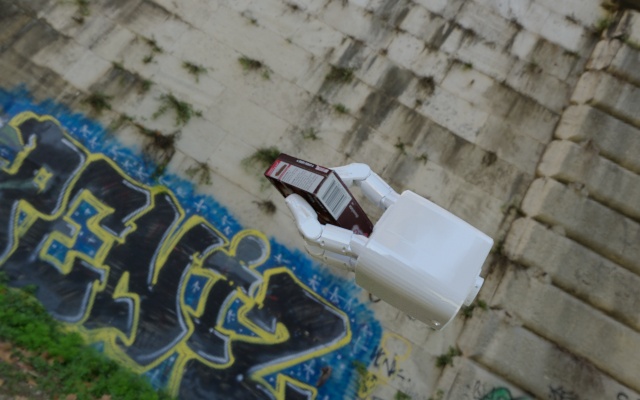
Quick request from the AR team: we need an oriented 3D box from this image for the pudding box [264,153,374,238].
[{"bbox_3d":[0.000,0.002,0.543,0.090,0.039,0.114,21,-24,43],"label":"pudding box"}]
